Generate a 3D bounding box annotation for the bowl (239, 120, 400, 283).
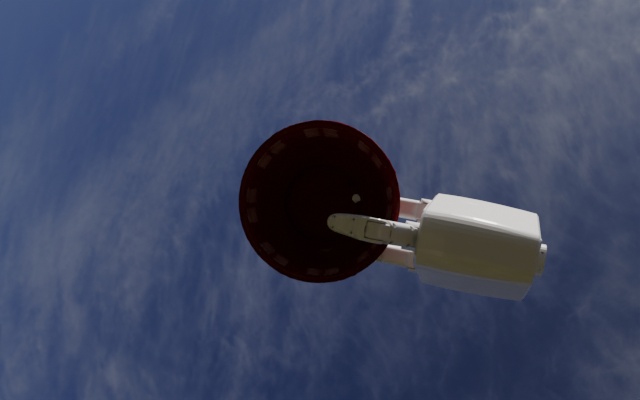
[{"bbox_3d":[-0.001,0.001,0.496,0.162,0.162,0.055,0,-2,6],"label":"bowl"}]
